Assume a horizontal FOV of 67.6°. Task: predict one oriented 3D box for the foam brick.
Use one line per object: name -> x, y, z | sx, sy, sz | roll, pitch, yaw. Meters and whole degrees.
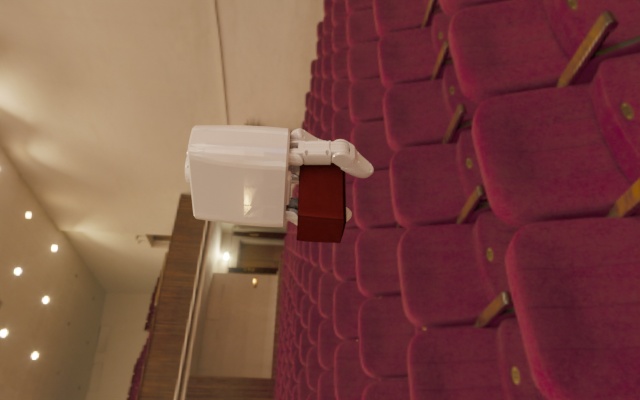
foam brick -> 0.000, 0.002, 0.533 | 0.051, 0.078, 0.053 | 3, -35, -4
